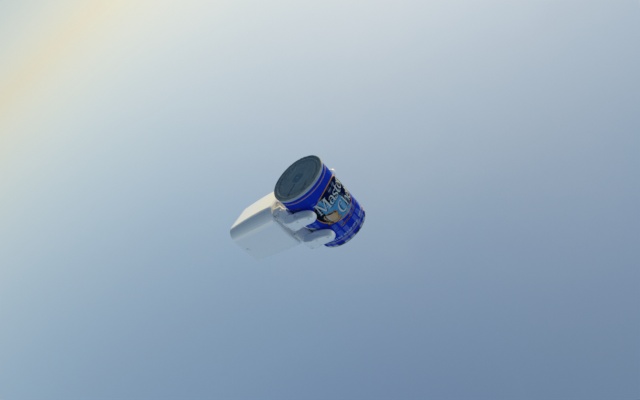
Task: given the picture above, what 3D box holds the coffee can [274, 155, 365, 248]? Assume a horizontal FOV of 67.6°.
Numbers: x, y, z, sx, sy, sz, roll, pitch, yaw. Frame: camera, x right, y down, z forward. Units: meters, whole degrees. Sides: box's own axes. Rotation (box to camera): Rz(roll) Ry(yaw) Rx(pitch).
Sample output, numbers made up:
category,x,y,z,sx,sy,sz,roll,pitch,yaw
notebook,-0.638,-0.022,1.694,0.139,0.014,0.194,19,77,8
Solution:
category,x,y,z,sx,sy,sz,roll,pitch,yaw
coffee can,0.000,0.003,0.854,0.103,0.102,0.140,0,-38,48
